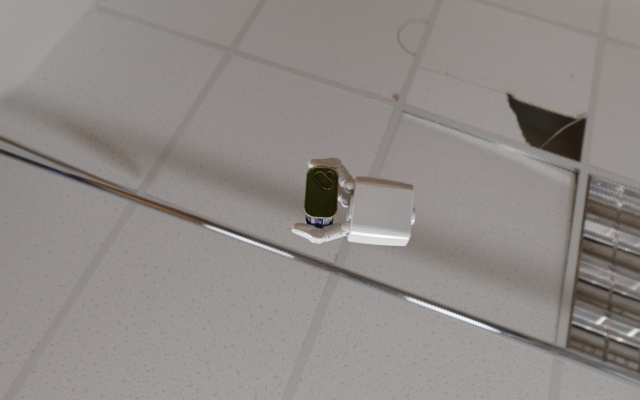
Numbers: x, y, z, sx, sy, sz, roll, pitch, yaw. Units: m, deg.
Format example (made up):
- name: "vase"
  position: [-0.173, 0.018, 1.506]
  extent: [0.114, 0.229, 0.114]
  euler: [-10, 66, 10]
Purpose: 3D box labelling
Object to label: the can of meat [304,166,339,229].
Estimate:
- name: "can of meat"
  position: [0.000, 0.003, 0.862]
  extent: [0.057, 0.102, 0.084]
  euler: [4, -27, -1]
